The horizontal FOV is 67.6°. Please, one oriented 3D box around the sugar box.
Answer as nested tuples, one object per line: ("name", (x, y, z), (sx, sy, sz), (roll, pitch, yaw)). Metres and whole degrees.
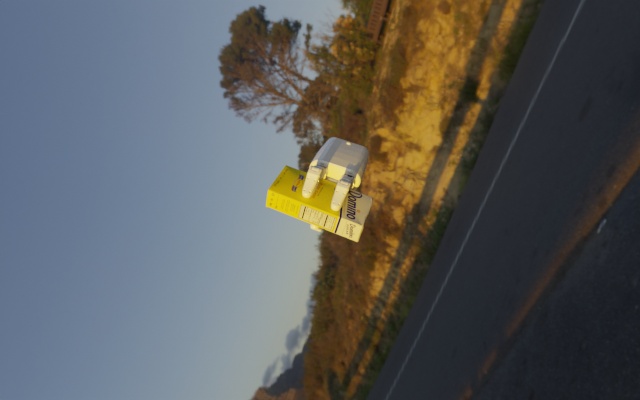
("sugar box", (0.000, 0.002, 0.852), (0.176, 0.048, 0.093), (18, 38, 7))
